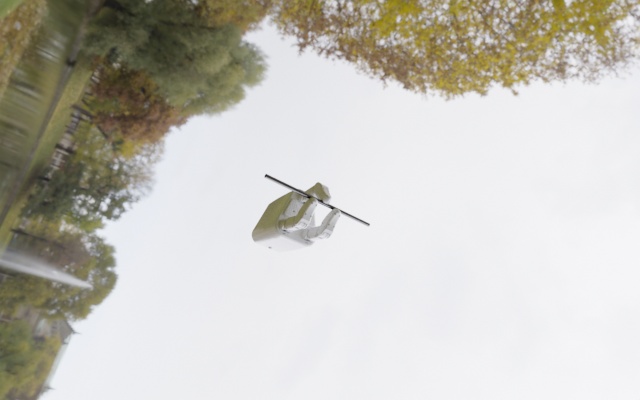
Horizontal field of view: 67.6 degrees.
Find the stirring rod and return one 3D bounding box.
[{"bbox_3d":[0.000,0.003,0.879,0.239,0.011,0.011,26,-13,-29],"label":"stirring rod"}]
